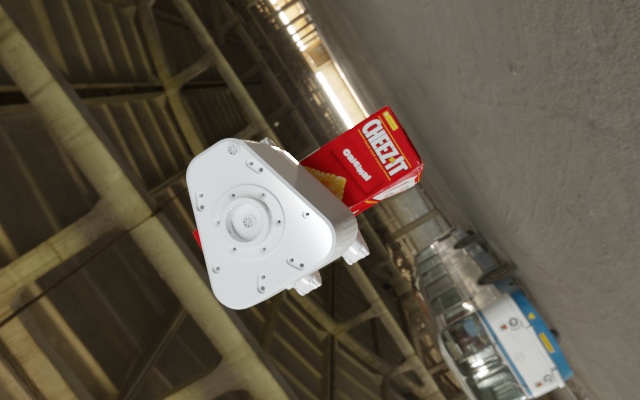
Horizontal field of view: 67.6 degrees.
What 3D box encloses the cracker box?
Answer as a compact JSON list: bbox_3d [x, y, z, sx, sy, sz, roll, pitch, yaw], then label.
[{"bbox_3d":[0.000,0.002,0.499,0.214,0.072,0.164,-31,-6,9],"label":"cracker box"}]
